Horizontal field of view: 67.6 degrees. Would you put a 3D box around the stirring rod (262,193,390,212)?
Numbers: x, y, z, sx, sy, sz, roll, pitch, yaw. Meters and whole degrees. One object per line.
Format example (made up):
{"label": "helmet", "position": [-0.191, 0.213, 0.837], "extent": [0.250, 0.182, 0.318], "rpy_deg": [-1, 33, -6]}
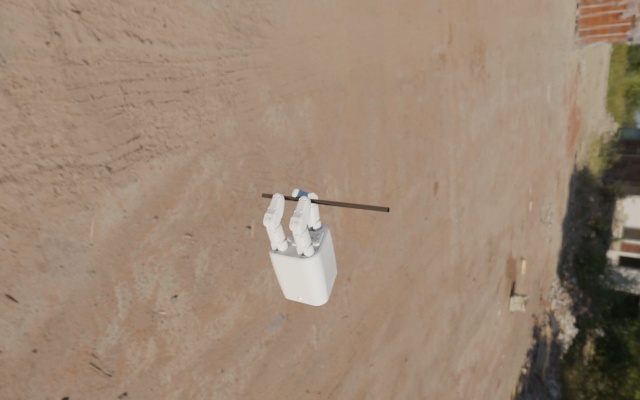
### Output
{"label": "stirring rod", "position": [0.000, 0.003, 0.775], "extent": [0.239, 0.011, 0.011], "rpy_deg": [6, 3, 32]}
